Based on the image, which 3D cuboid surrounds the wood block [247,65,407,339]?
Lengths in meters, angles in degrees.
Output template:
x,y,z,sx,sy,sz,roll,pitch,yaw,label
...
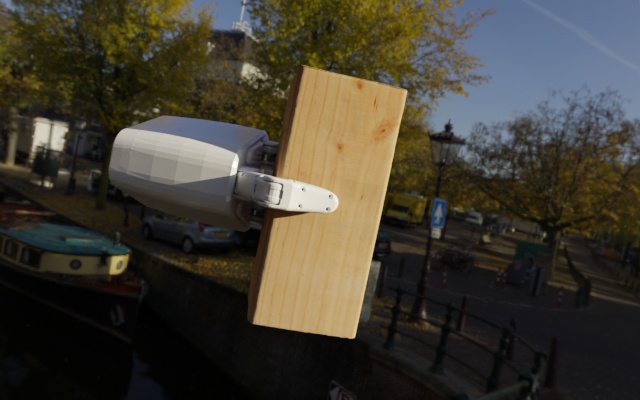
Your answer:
x,y,z,sx,sy,sz,roll,pitch,yaw,label
0.000,0.001,0.418,0.090,0.206,0.091,11,3,-9,wood block
